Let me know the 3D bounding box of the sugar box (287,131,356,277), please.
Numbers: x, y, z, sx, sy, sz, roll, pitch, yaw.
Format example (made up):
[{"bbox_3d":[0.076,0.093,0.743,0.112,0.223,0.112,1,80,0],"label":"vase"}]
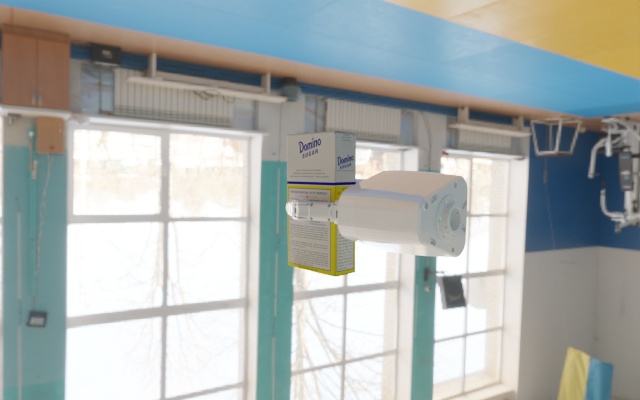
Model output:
[{"bbox_3d":[0.001,0.002,0.614,0.048,0.176,0.093,-1,4,-45],"label":"sugar box"}]
